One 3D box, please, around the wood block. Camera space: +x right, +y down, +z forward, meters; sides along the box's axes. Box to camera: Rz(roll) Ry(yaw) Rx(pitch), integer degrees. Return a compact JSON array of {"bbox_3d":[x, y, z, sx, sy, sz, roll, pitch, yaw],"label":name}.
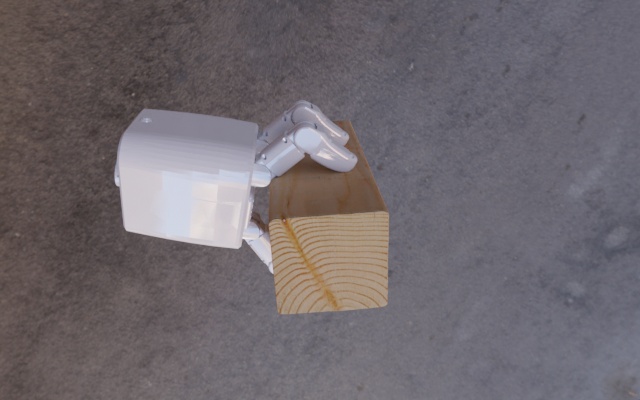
[{"bbox_3d":[0.000,0.002,0.450,0.090,0.091,0.206,-4,28,-3],"label":"wood block"}]
